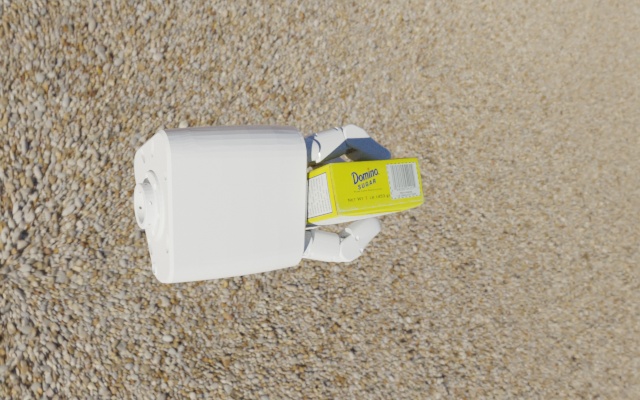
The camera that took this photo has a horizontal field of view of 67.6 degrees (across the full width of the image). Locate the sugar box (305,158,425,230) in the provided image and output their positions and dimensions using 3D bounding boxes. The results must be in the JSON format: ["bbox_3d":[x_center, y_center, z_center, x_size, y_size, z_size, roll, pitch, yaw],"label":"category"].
[{"bbox_3d":[0.000,0.001,0.440,0.093,0.048,0.176,-6,-4,-34],"label":"sugar box"}]
